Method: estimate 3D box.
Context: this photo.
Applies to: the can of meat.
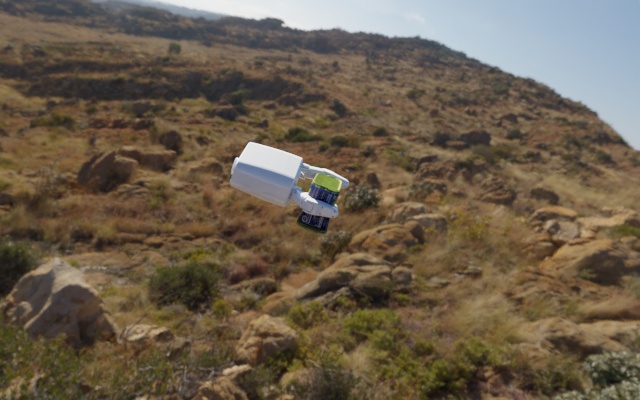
[{"bbox_3d":[0.000,0.003,0.864,0.057,0.084,0.102,20,16,0],"label":"can of meat"}]
